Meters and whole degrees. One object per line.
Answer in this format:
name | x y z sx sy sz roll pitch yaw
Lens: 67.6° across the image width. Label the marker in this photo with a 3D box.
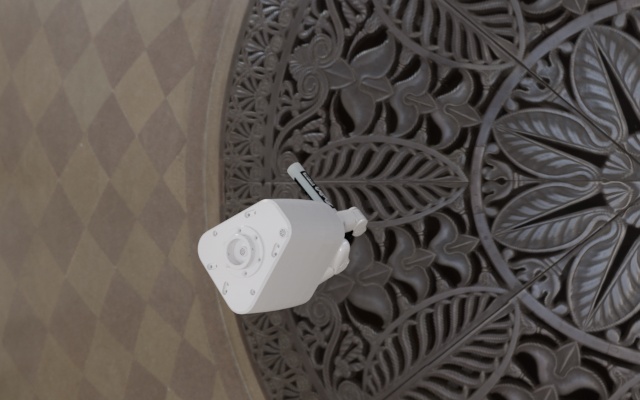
marker | 0.000 0.002 0.584 0.020 0.121 0.020 -32 -22 -15
